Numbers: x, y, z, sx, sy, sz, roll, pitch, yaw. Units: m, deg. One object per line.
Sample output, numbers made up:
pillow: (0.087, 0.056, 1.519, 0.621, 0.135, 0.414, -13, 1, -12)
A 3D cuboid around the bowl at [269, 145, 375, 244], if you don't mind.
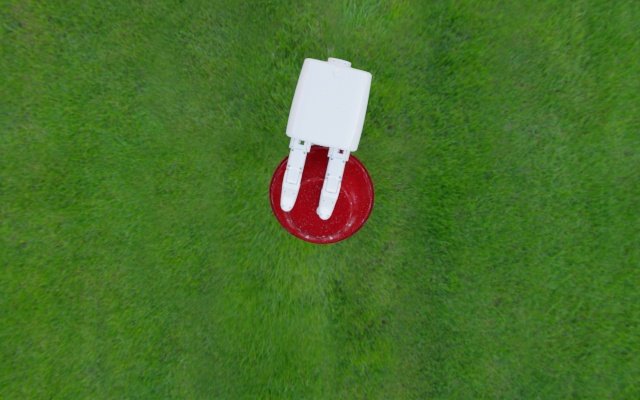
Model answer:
bowl: (0.000, 0.004, 0.704, 0.162, 0.162, 0.055, 0, 21, 3)
